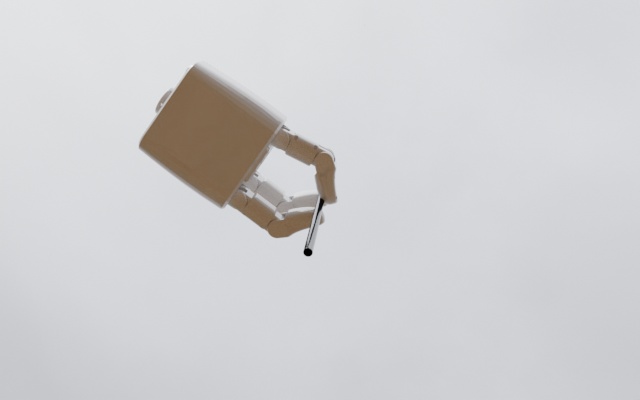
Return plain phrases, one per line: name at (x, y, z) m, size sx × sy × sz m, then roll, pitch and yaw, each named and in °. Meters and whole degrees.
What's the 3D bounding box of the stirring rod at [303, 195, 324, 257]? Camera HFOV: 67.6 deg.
stirring rod at (0.000, 0.002, 0.505) m, size 0.011 × 0.011 × 0.239 m, roll 0°, pitch 20°, yaw 5°
